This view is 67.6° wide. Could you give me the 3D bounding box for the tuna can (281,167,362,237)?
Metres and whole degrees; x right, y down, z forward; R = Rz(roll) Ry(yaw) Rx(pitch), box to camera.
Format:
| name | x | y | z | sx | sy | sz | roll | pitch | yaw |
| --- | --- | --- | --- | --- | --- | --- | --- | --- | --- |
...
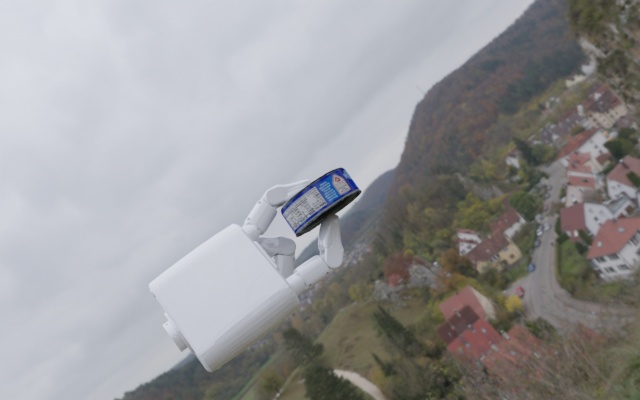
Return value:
| name | x | y | z | sx | sy | sz | roll | pitch | yaw |
| --- | --- | --- | --- | --- | --- | --- | --- | --- | --- |
| tuna can | 0.000 | 0.001 | 0.515 | 0.086 | 0.033 | 0.086 | -34 | -8 | -5 |
